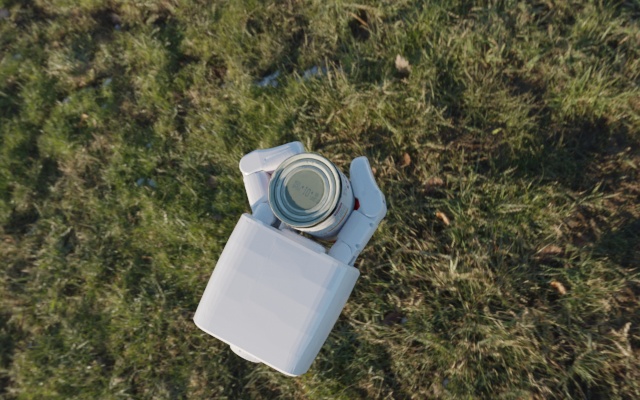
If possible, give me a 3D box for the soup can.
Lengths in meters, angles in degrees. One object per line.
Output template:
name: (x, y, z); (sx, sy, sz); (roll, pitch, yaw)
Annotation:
soup can: (0.000, 0.001, 0.445); (0.068, 0.068, 0.102); (0, -12, 18)
